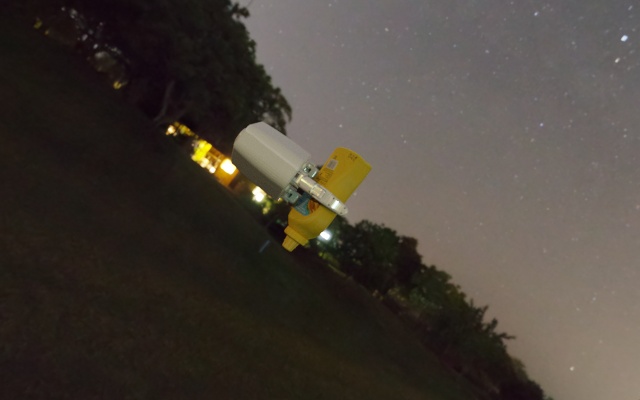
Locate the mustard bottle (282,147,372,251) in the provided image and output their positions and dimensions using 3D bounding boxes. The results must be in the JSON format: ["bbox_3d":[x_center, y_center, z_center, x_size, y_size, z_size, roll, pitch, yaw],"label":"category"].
[{"bbox_3d":[0.001,0.003,0.793,0.058,0.191,0.096,39,-3,-27],"label":"mustard bottle"}]
